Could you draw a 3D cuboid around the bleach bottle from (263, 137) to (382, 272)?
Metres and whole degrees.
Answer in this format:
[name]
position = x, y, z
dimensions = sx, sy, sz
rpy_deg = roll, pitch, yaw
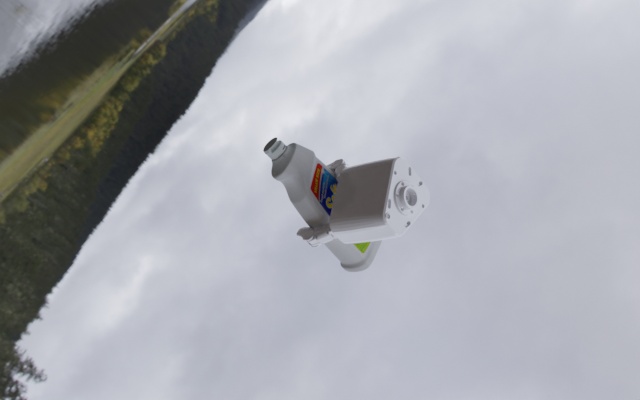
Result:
[bleach bottle]
position = 0.000, 0.002, 0.763
dimensions = 0.068, 0.102, 0.251
rpy_deg = -11, -49, 48
